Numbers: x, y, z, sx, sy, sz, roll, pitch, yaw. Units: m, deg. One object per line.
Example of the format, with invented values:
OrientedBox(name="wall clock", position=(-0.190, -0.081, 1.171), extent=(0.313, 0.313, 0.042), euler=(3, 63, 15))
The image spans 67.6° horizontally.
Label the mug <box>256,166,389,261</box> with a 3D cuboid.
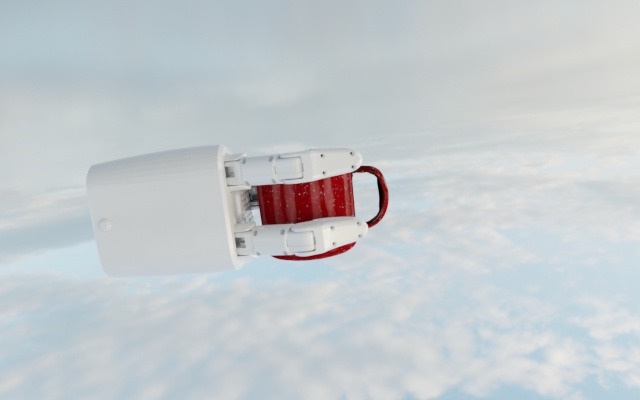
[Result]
OrientedBox(name="mug", position=(0.002, 0.001, 0.411), extent=(0.117, 0.081, 0.093), euler=(-6, 10, 4))
